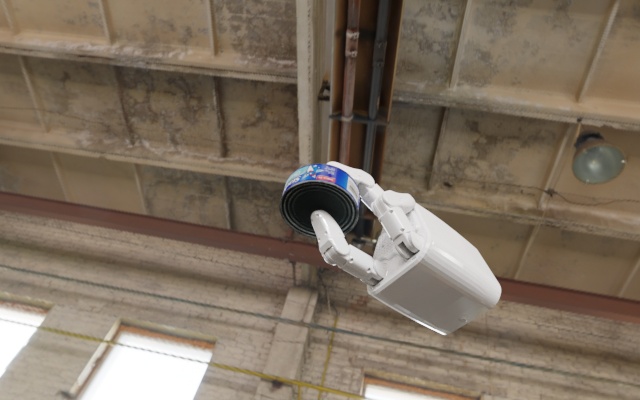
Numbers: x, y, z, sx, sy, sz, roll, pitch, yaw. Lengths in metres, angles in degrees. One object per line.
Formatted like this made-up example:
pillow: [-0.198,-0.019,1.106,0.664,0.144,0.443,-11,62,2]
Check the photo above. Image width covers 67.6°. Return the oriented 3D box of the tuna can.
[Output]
tuna can: [0.000,0.001,0.523,0.086,0.086,0.033,0,42,10]
